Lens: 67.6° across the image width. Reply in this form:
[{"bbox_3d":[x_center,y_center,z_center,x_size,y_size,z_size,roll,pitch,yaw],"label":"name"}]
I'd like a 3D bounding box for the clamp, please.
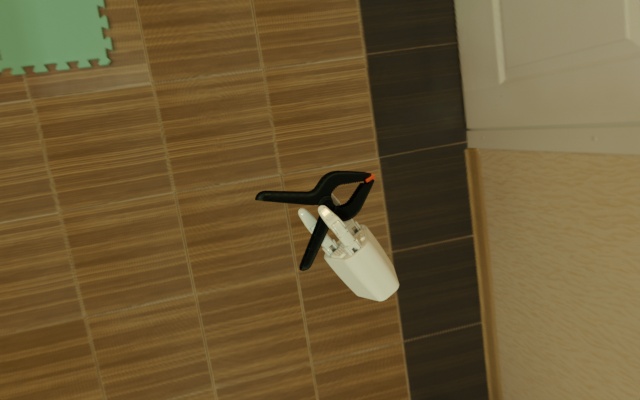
[{"bbox_3d":[0.001,0.003,0.849,0.210,0.164,0.036,-39,16,-5],"label":"clamp"}]
